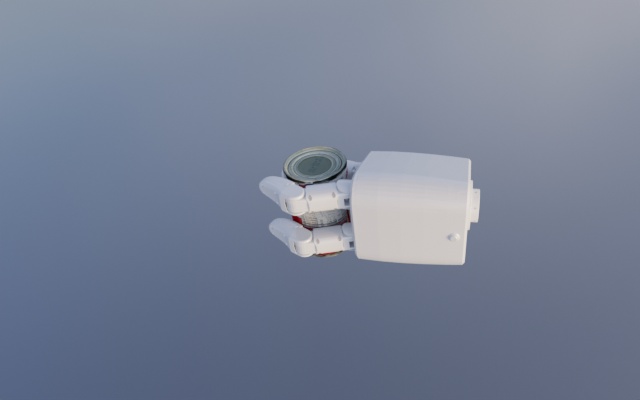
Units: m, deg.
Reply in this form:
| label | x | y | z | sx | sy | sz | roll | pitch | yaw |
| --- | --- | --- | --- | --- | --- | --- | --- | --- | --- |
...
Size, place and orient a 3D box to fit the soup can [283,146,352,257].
| label | x | y | z | sx | sy | sz | roll | pitch | yaw |
| --- | --- | --- | --- | --- | --- | --- | --- | --- | --- |
| soup can | 0.000 | 0.001 | 0.515 | 0.068 | 0.102 | 0.068 | -6 | 37 | 4 |
